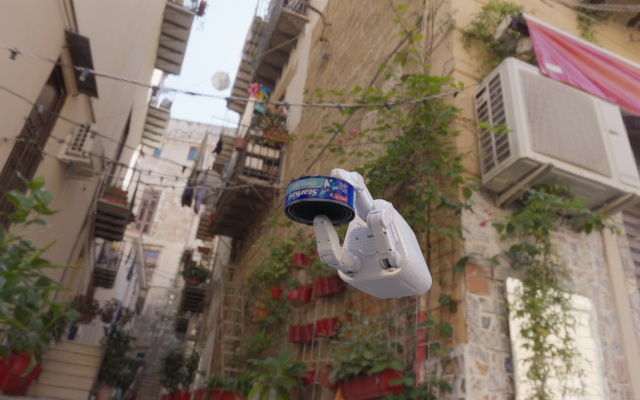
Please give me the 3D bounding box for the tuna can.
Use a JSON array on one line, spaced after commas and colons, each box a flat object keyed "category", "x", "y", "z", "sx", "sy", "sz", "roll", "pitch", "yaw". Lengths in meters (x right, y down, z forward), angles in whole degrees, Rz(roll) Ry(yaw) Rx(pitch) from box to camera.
[{"category": "tuna can", "x": 0.000, "y": 0.001, "z": 0.575, "sx": 0.086, "sy": 0.033, "sz": 0.086, "roll": 3, "pitch": -23, "yaw": 1}]
